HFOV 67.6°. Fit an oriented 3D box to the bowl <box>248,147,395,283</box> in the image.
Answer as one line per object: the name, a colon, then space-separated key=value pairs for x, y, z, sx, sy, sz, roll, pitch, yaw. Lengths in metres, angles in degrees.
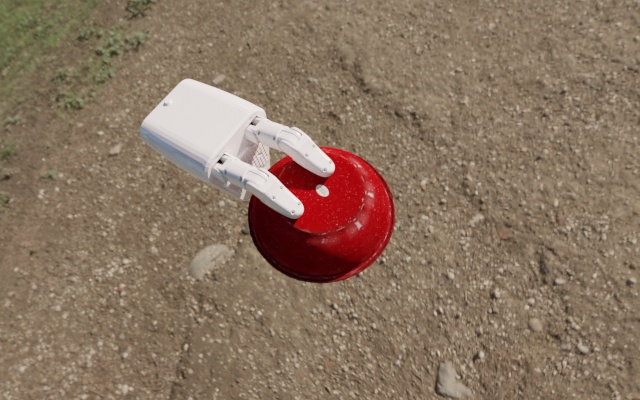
bowl: x=0.001 y=0.002 z=0.500 sx=0.162 sy=0.162 sz=0.055 roll=0 pitch=-24 yaw=1
